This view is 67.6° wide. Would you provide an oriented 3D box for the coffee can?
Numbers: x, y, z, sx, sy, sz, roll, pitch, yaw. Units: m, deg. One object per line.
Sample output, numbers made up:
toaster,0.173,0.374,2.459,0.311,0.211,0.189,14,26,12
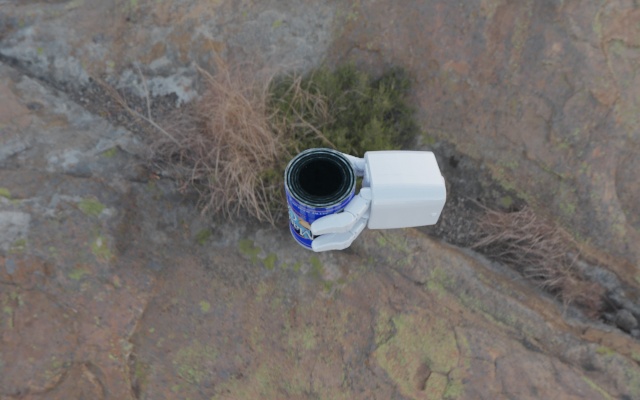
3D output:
coffee can,0.000,0.002,0.730,0.103,0.102,0.140,0,-31,0
